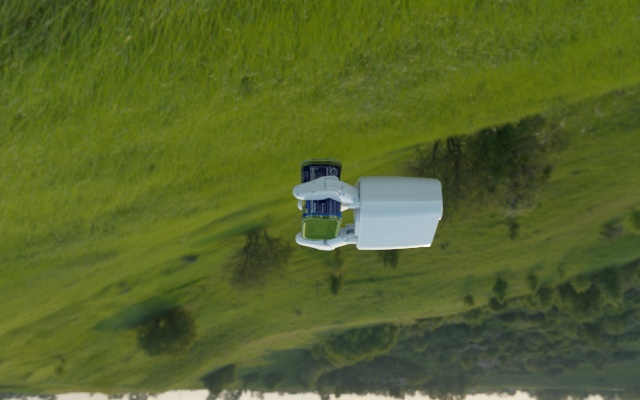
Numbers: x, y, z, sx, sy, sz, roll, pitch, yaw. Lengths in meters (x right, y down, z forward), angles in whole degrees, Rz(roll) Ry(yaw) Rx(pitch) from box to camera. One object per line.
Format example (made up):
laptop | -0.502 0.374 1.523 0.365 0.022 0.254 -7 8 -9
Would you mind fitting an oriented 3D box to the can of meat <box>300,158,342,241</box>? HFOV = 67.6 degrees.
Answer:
can of meat | 0.000 0.002 0.656 0.057 0.084 0.102 0 -21 -2
